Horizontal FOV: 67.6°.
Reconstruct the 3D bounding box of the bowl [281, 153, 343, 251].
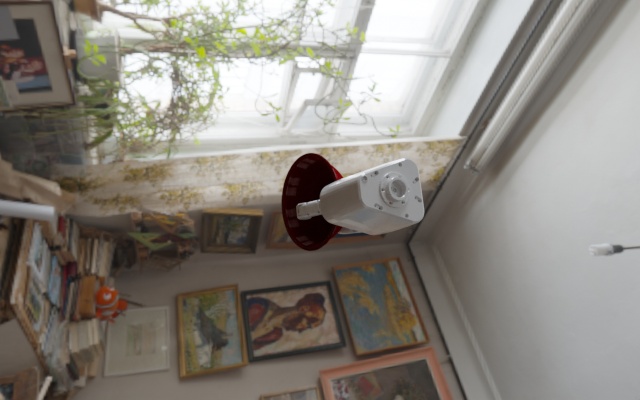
[{"bbox_3d":[0.000,0.003,0.802,0.055,0.162,0.162,1,-1,-38],"label":"bowl"}]
